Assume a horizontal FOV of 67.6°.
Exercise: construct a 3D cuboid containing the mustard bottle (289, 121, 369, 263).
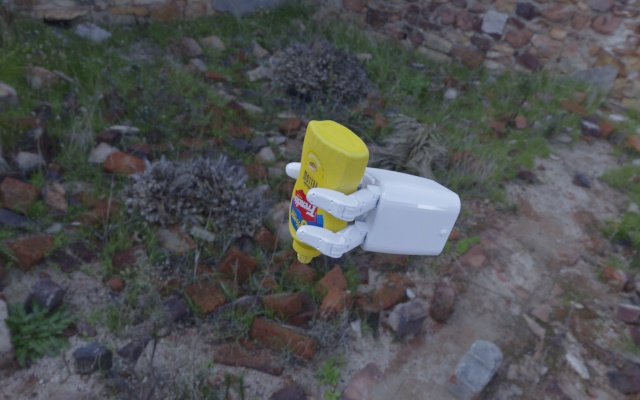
[{"bbox_3d":[0.000,0.002,0.611,0.058,0.192,0.096,-8,38,-34],"label":"mustard bottle"}]
